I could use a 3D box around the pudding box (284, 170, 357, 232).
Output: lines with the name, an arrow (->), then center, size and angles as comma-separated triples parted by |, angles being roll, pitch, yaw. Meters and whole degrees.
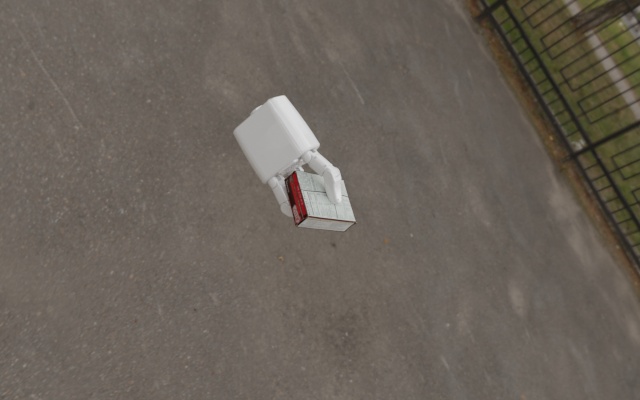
pudding box -> 0.000, 0.002, 0.799 | 0.113, 0.090, 0.039 | 8, -34, -39
